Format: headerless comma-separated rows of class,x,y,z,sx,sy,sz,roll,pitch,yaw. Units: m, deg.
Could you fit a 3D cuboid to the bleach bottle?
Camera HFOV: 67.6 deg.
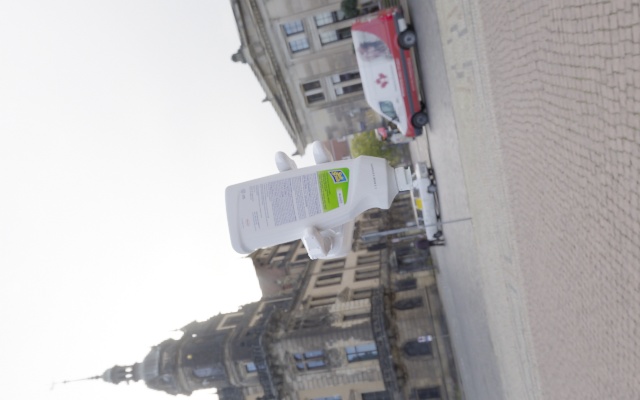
bleach bottle,0.000,0.002,0.647,0.251,0.102,0.068,-11,-9,11
